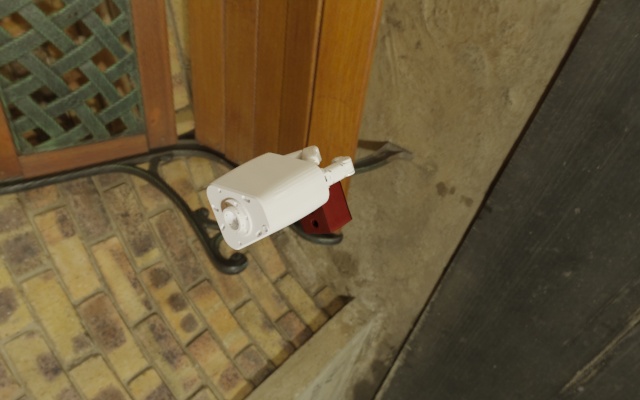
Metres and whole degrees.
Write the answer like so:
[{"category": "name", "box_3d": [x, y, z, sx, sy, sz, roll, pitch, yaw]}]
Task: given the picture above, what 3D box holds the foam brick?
[{"category": "foam brick", "box_3d": [0.000, 0.002, 0.666, 0.053, 0.078, 0.051, -4, 21, 43]}]
